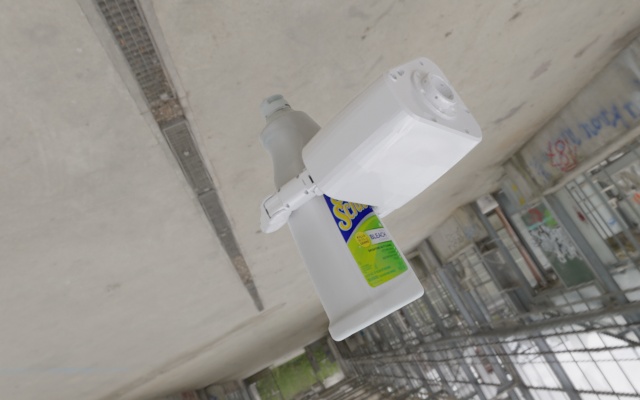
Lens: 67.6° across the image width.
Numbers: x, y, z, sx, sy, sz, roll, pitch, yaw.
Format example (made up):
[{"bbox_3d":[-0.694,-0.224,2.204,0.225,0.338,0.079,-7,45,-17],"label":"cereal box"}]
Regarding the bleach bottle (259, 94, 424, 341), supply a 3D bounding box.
[{"bbox_3d":[0.000,0.002,0.473,0.102,0.250,0.068,-11,-23,-48],"label":"bleach bottle"}]
